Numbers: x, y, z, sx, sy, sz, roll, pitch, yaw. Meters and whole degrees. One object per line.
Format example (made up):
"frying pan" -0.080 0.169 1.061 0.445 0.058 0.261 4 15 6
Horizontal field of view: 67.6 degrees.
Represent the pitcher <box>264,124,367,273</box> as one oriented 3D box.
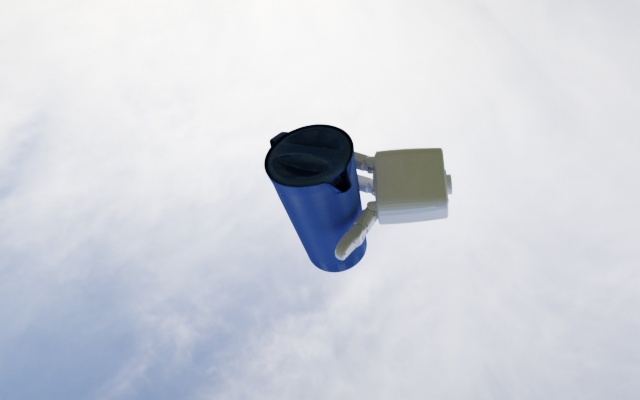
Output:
"pitcher" 0.000 0.003 0.774 0.145 0.149 0.243 -4 -42 12
